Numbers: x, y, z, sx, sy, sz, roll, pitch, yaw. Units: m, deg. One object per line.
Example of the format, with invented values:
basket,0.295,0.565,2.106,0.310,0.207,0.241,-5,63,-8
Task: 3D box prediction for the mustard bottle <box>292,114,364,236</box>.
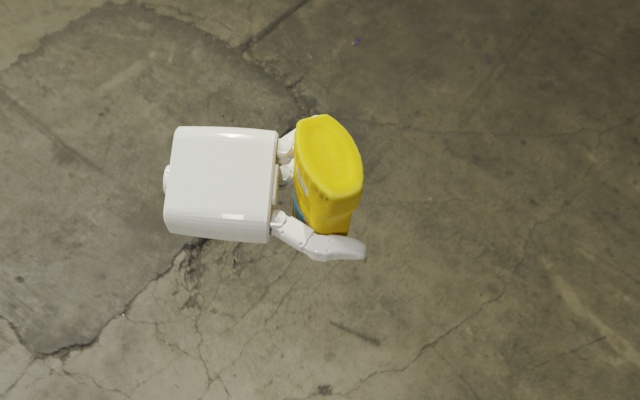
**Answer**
mustard bottle,0.000,0.002,0.519,0.058,0.096,0.192,-18,-26,-14
